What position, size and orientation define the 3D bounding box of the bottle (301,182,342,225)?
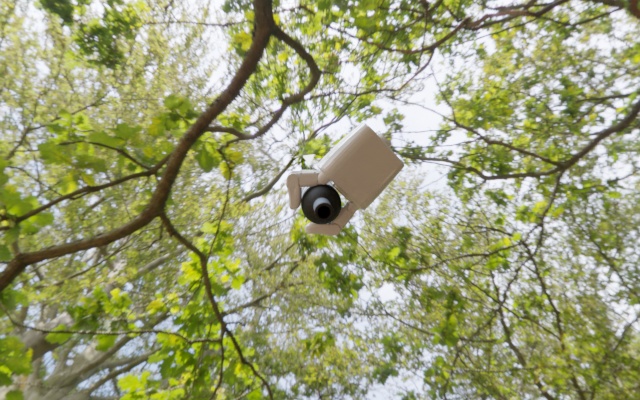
[{"bbox_3d":[0.000,0.003,0.816,0.069,0.069,0.295,0,6,-2],"label":"bottle"}]
